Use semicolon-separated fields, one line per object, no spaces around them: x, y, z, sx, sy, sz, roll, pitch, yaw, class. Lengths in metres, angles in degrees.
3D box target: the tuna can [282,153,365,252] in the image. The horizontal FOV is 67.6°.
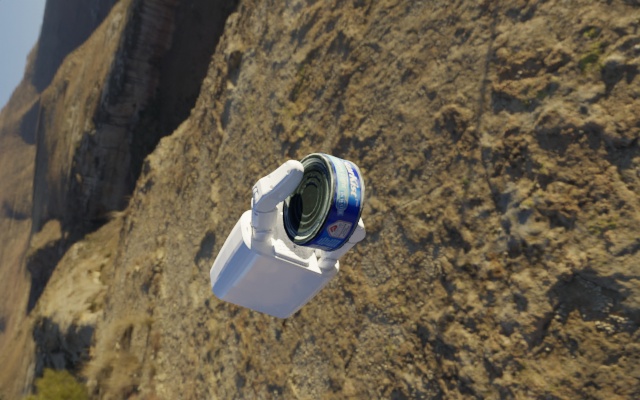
0.000;0.001;0.430;0.034;0.086;0.086;14;-8;-32;tuna can
